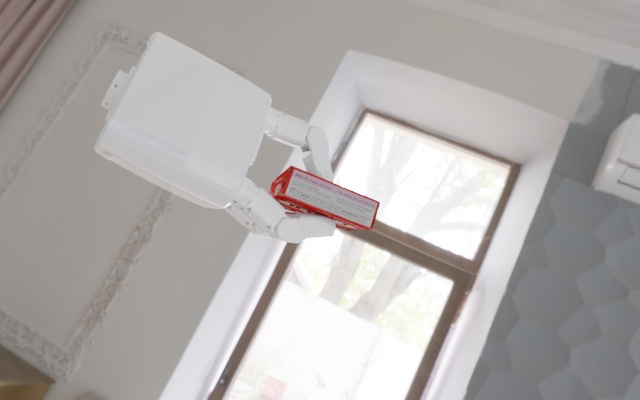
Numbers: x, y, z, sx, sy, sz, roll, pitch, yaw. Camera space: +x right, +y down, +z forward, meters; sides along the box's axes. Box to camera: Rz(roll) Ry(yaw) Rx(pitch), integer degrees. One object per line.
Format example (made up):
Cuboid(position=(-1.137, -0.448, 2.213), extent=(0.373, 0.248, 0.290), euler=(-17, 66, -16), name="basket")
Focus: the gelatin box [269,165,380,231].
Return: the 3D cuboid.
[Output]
Cuboid(position=(0.001, 0.001, 0.442), extent=(0.089, 0.030, 0.073), euler=(21, -9, -13), name="gelatin box")
